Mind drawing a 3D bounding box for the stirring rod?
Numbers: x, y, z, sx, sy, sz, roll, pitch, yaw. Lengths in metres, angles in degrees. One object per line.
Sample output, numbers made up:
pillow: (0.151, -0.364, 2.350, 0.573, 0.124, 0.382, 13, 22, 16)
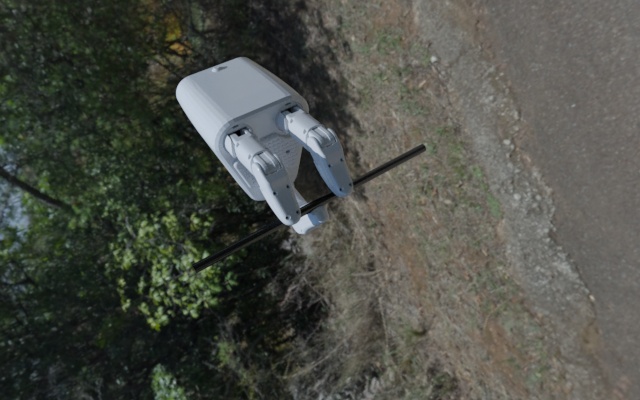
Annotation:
stirring rod: (0.000, 0.001, 0.419, 0.239, 0.011, 0.011, -28, 11, -21)
